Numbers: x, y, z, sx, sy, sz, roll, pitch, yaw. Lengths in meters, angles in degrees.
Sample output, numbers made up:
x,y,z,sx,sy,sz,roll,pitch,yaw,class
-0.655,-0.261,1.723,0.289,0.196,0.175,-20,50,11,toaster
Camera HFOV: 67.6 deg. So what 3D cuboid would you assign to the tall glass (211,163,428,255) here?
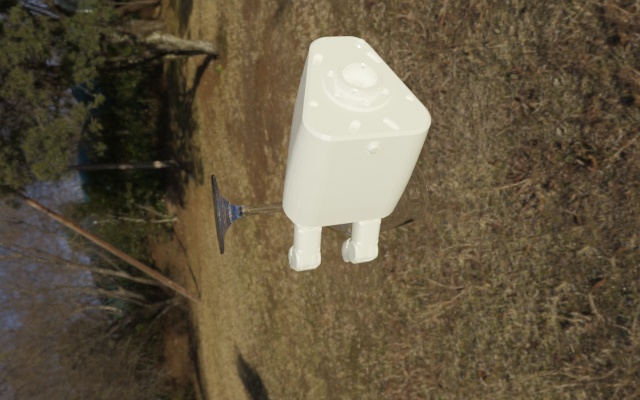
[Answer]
x,y,z,sx,sy,sz,roll,pitch,yaw,class
-0.001,0.002,0.463,0.201,0.079,0.079,-7,2,-15,tall glass
